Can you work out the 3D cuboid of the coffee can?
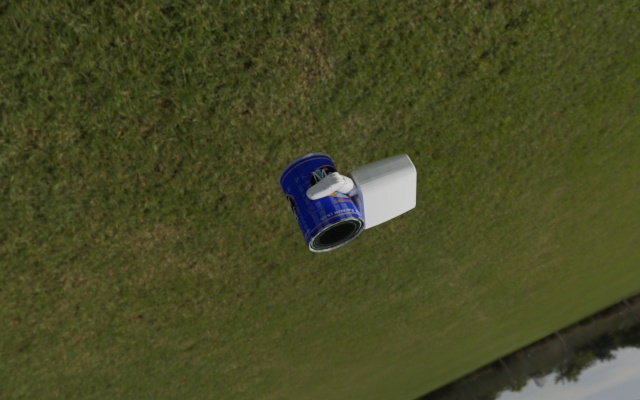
[{"bbox_3d":[0.000,0.003,0.820,0.103,0.140,0.103,-20,-27,-11],"label":"coffee can"}]
